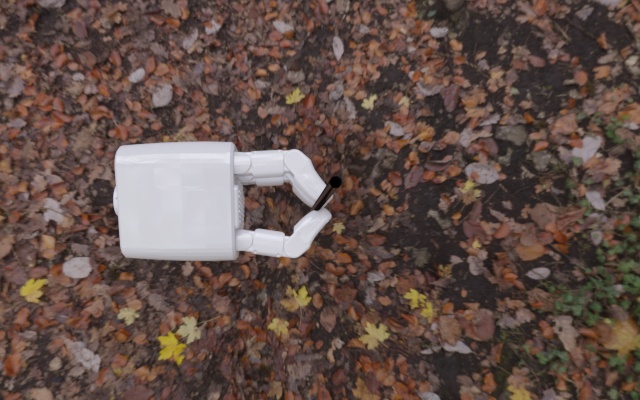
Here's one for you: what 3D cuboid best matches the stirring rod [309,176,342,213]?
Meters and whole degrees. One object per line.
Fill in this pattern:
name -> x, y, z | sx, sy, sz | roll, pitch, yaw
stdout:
stirring rod -> 0.000, 0.001, 0.425 | 0.011, 0.011, 0.239 | 0, -6, -5
